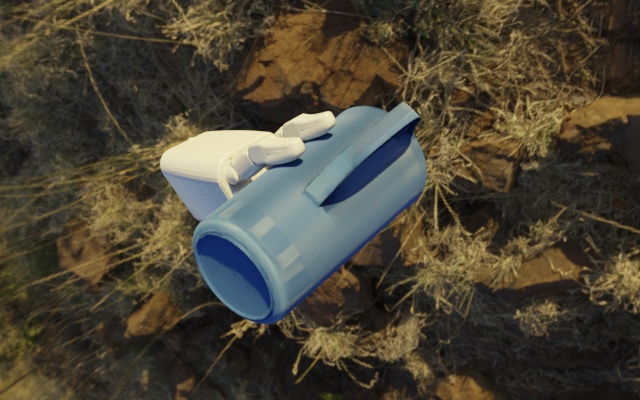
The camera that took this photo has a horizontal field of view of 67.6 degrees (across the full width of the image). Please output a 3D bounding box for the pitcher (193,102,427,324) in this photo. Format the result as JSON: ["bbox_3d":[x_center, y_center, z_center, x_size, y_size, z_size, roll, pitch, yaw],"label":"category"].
[{"bbox_3d":[0.000,0.002,0.471,0.145,0.149,0.242,9,34,36],"label":"pitcher"}]
